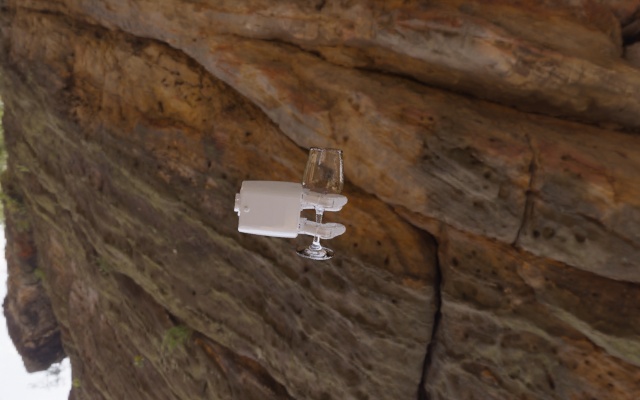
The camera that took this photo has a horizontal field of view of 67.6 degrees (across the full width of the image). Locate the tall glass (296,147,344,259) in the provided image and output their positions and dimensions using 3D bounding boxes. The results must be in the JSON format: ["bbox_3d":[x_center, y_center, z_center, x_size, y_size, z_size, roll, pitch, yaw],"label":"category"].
[{"bbox_3d":[0.000,0.004,0.894,0.079,0.201,0.079,6,11,-1],"label":"tall glass"}]
